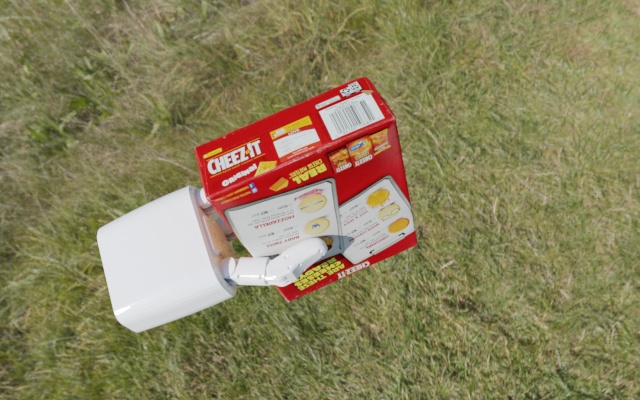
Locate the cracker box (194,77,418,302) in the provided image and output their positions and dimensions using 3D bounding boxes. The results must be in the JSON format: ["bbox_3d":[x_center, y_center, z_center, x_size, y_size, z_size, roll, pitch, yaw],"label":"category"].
[{"bbox_3d":[0.000,0.002,0.473,0.164,0.072,0.214,-24,-36,1],"label":"cracker box"}]
